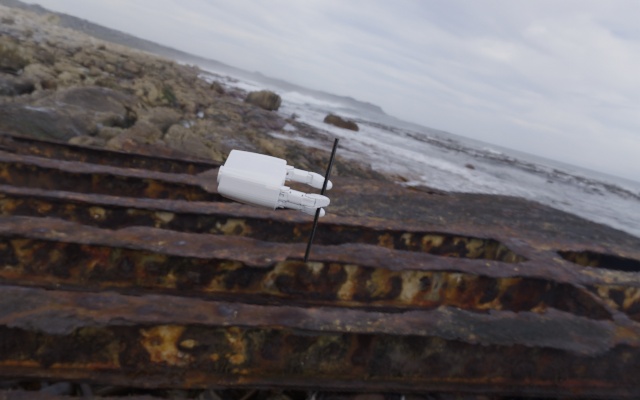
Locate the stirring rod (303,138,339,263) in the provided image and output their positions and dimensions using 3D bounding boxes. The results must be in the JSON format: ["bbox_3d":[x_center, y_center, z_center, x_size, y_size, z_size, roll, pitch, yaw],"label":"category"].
[{"bbox_3d":[0.000,0.003,0.882,0.011,0.239,0.011,14,12,-3],"label":"stirring rod"}]
